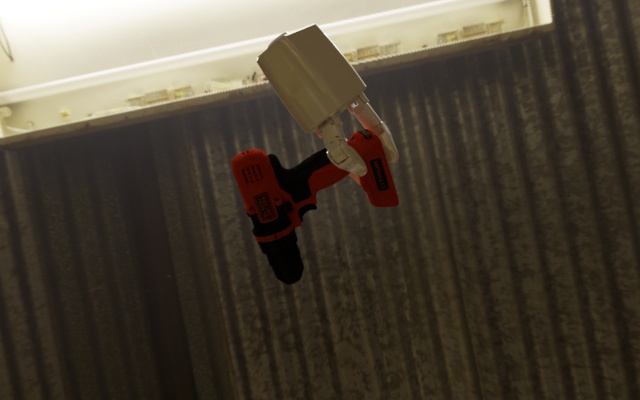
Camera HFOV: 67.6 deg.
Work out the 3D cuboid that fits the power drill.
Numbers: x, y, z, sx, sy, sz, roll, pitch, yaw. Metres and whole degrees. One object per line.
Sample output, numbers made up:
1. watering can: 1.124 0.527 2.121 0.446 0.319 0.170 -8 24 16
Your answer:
1. power drill: 0.000 0.002 0.607 0.187 0.184 0.057 -20 20 -5
